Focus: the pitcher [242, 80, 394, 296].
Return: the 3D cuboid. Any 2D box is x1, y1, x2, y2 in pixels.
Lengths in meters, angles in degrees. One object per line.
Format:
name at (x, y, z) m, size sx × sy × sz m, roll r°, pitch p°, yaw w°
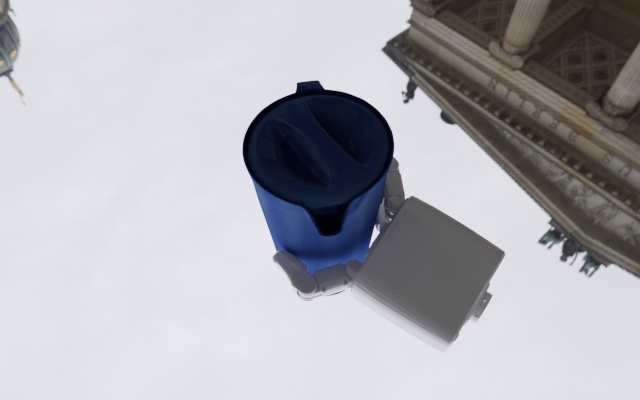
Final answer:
pitcher at (0.000, 0.002, 0.519) m, size 0.145 × 0.149 × 0.243 m, roll 31°, pitch -27°, yaw 19°
